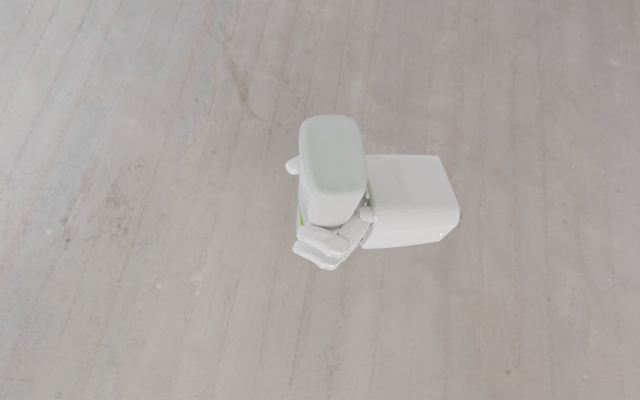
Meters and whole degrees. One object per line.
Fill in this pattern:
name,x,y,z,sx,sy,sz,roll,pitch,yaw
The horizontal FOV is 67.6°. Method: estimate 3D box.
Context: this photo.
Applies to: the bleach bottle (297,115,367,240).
bleach bottle,0.000,0.002,0.604,0.068,0.102,0.251,-4,-22,-9
